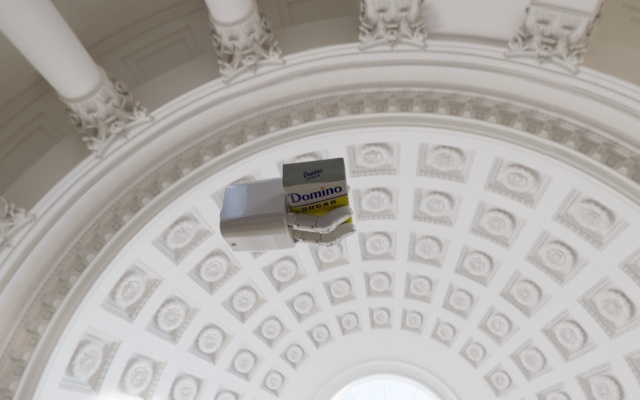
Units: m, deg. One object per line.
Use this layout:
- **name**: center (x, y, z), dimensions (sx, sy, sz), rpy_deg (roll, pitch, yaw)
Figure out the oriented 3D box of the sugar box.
- **sugar box**: center (0.000, 0.003, 0.755), dimensions (0.093, 0.048, 0.176), rpy_deg (-7, -28, 5)
